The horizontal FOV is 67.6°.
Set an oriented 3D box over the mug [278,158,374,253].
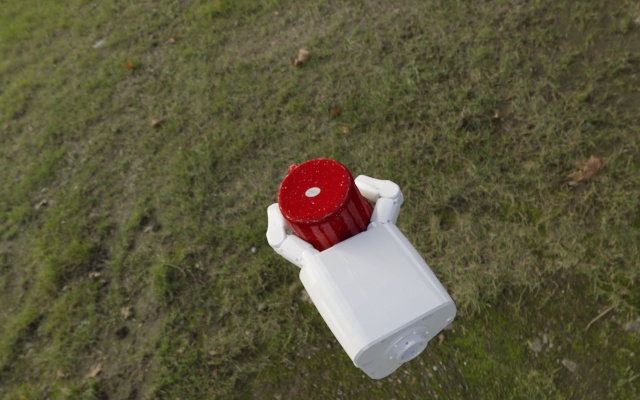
[{"bbox_3d":[-0.001,0.001,0.516,0.093,0.117,0.081,-34,-38,-2],"label":"mug"}]
